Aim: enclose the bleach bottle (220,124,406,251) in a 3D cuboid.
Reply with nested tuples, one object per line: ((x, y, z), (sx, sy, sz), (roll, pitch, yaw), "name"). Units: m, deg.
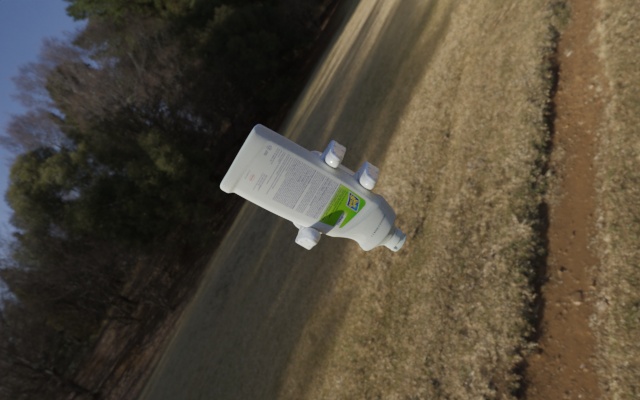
((0.000, 0.002, 0.643), (0.251, 0.102, 0.068), (31, 9, -9), "bleach bottle")
